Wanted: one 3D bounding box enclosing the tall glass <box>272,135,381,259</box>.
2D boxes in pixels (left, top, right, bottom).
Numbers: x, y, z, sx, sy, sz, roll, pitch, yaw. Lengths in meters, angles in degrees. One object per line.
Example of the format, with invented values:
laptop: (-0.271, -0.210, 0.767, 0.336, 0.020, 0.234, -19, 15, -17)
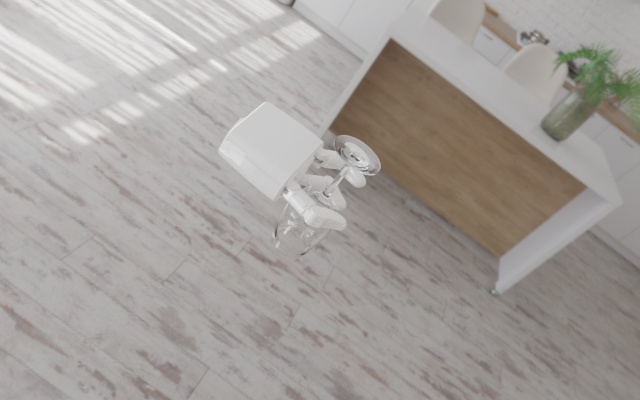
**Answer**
tall glass: (0.001, 0.002, 0.696, 0.079, 0.079, 0.201, 0, -41, -41)
